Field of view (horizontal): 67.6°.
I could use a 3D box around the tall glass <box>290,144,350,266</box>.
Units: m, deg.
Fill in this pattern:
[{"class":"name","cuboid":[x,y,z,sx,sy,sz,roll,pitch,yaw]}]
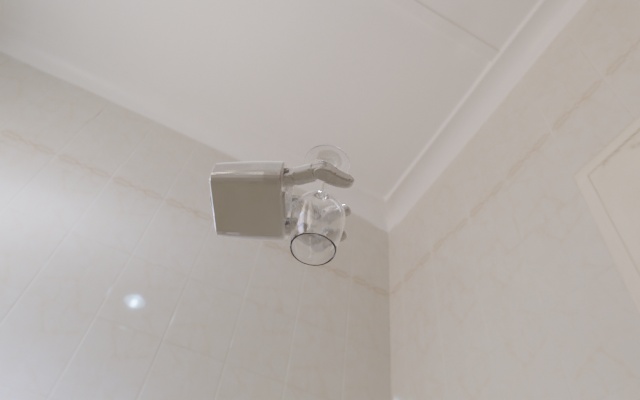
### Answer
[{"class":"tall glass","cuboid":[0.000,0.002,0.703,0.079,0.079,0.201,0,39,7]}]
